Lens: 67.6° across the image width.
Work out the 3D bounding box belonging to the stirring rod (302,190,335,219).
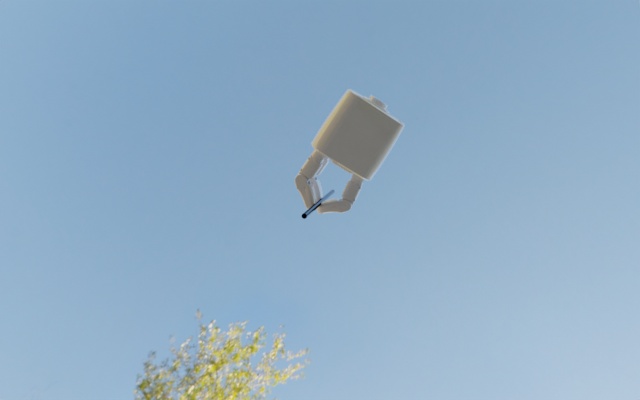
[{"bbox_3d":[0.000,0.003,0.802,0.011,0.011,0.239,0,9,11],"label":"stirring rod"}]
